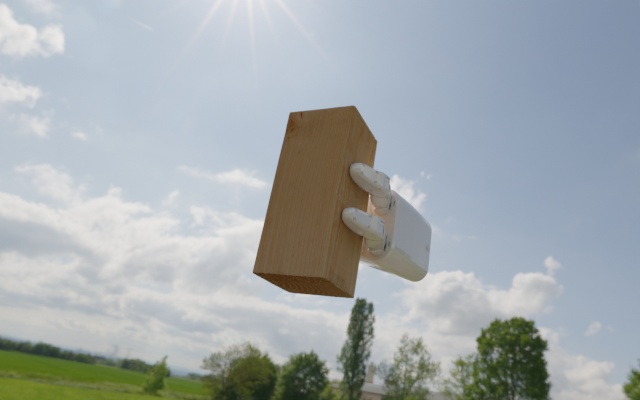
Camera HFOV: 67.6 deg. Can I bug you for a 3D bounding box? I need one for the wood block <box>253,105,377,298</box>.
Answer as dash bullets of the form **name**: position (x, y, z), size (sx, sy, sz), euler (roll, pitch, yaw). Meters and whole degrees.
- **wood block**: position (0.000, 0.002, 0.569), size (0.091, 0.206, 0.090), euler (-1, -25, 27)
